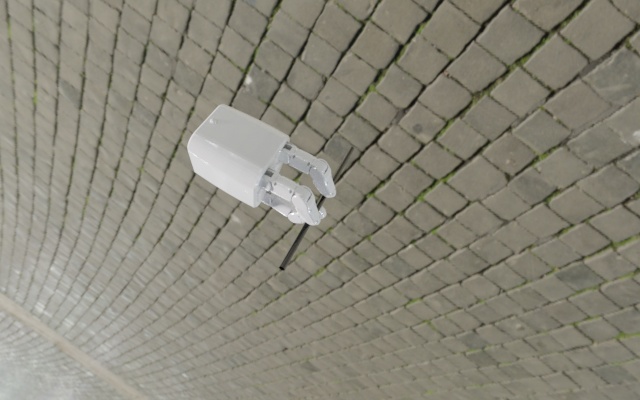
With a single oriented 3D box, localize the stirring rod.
[{"bbox_3d":[0.000,0.002,0.671,0.011,0.011,0.239,0,44,34],"label":"stirring rod"}]
